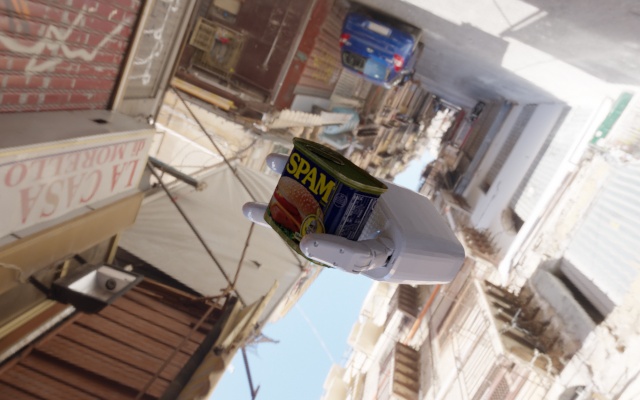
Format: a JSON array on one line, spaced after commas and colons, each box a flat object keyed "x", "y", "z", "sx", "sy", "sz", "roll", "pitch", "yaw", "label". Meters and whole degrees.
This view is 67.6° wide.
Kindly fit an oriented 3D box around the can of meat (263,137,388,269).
[{"x": 0.000, "y": 0.002, "z": 0.438, "sx": 0.057, "sy": 0.084, "sz": 0.102, "roll": 10, "pitch": 21, "yaw": -43, "label": "can of meat"}]
